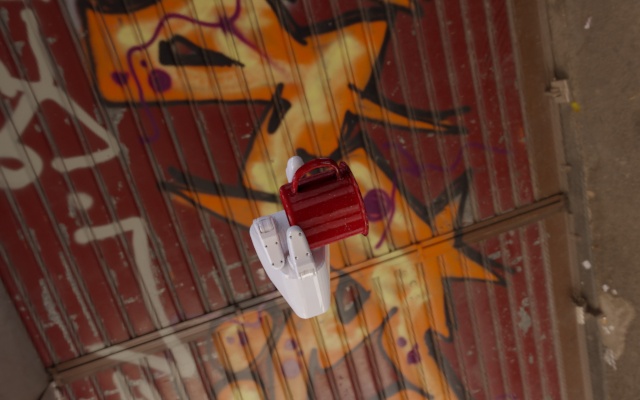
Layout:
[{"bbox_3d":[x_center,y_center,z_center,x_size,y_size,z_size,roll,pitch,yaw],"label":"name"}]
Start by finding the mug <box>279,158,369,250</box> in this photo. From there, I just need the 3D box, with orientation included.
[{"bbox_3d":[0.000,0.001,0.545,0.081,0.117,0.093,-18,46,-7],"label":"mug"}]
